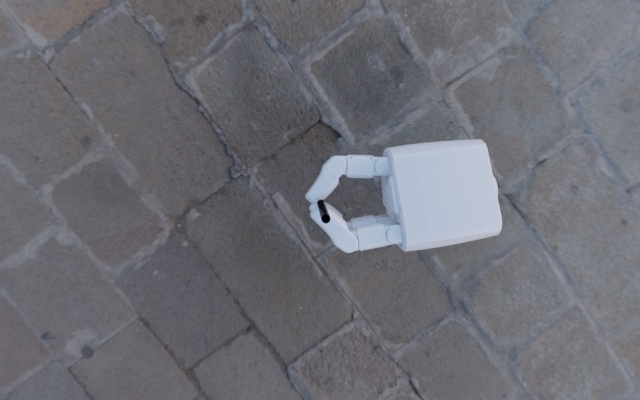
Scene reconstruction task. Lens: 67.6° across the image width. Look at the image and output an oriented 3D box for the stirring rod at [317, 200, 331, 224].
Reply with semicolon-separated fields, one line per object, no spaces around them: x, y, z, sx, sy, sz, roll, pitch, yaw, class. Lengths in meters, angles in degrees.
0.000;0.002;0.529;0.011;0.011;0.239;0;7;-2;stirring rod
